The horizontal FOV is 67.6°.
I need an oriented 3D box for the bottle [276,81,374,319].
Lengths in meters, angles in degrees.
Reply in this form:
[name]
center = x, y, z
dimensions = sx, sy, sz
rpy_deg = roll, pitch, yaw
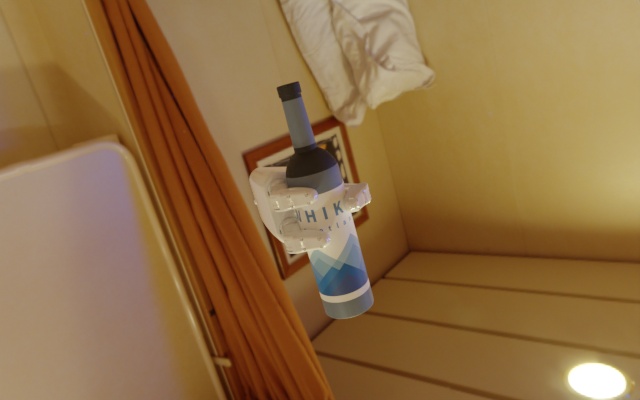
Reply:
[bottle]
center = 0.000, 0.002, 0.592
dimensions = 0.069, 0.296, 0.069
rpy_deg = -14, 16, 4
